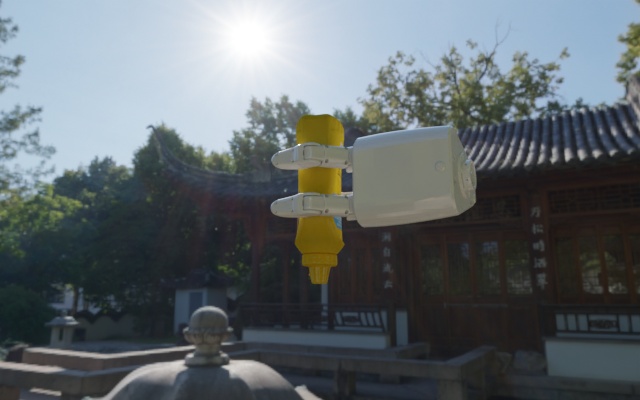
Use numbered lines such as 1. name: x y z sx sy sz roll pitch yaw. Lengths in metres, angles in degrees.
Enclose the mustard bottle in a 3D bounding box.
1. mustard bottle: 0.000 0.002 0.568 0.058 0.191 0.096 -1 -12 5
